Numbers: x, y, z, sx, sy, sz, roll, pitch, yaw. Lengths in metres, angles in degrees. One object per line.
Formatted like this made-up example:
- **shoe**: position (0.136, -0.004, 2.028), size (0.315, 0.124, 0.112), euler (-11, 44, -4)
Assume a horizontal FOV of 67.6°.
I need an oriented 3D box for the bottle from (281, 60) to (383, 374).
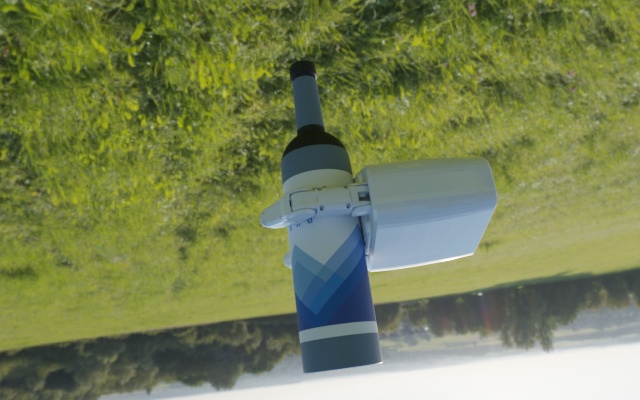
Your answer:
- **bottle**: position (0.000, 0.002, 0.443), size (0.069, 0.295, 0.069), euler (-7, -19, -2)
